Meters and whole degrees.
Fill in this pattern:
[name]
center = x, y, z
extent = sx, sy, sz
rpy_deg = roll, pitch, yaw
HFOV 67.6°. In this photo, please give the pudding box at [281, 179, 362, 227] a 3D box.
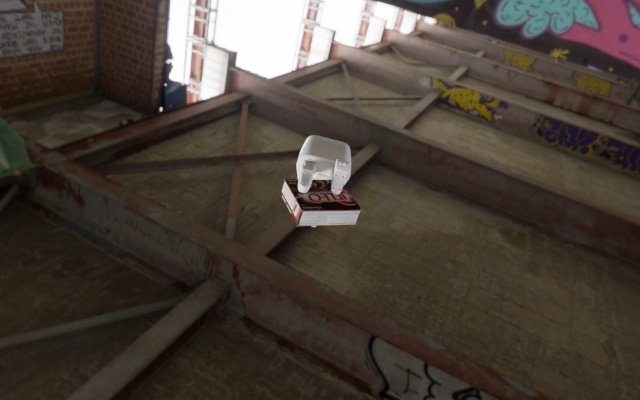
[pudding box]
center = 0.000, 0.003, 0.806
extent = 0.113, 0.039, 0.090
rpy_deg = -2, 36, -25
